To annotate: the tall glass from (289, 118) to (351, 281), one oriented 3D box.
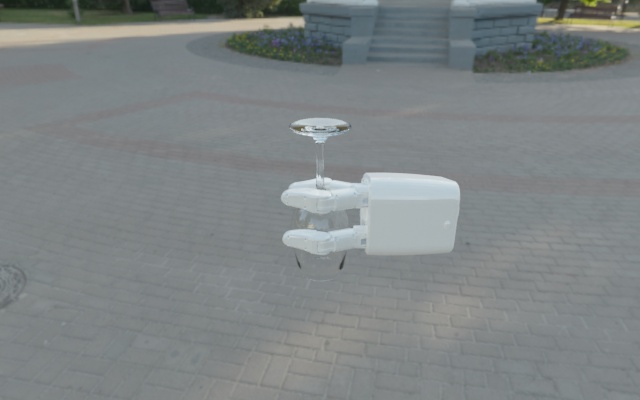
[{"bbox_3d":[0.000,0.001,0.608,0.079,0.201,0.079,0,24,0],"label":"tall glass"}]
